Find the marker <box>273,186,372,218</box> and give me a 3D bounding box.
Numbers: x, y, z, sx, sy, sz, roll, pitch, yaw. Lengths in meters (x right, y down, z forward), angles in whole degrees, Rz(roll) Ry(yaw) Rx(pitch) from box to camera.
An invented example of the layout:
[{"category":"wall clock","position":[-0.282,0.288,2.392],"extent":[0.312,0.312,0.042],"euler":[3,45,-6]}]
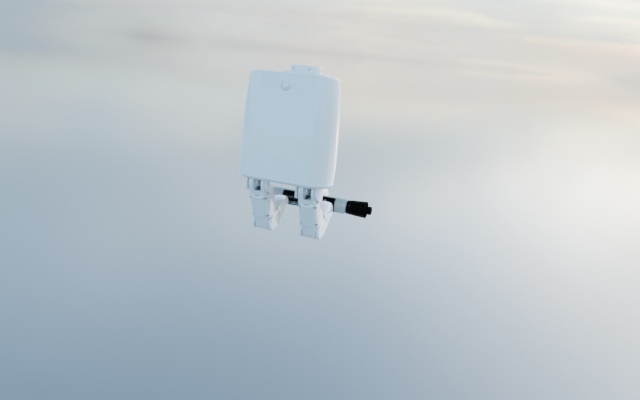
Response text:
[{"category":"marker","position":[0.000,0.002,0.554],"extent":[0.121,0.020,0.020],"euler":[10,3,16]}]
